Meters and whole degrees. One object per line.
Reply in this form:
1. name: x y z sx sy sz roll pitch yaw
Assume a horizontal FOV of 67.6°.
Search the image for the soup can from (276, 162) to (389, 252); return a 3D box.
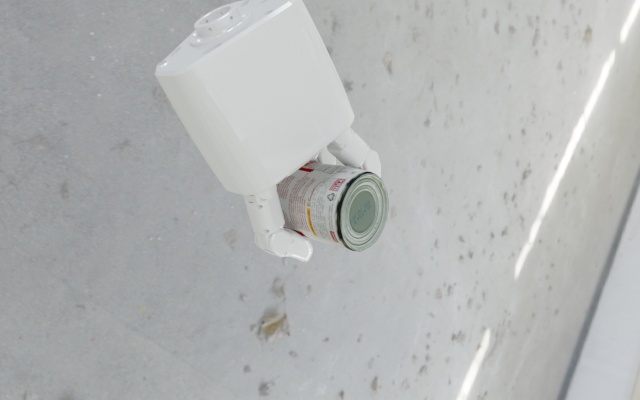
1. soup can: 0.000 0.002 0.420 0.102 0.068 0.068 12 8 41
